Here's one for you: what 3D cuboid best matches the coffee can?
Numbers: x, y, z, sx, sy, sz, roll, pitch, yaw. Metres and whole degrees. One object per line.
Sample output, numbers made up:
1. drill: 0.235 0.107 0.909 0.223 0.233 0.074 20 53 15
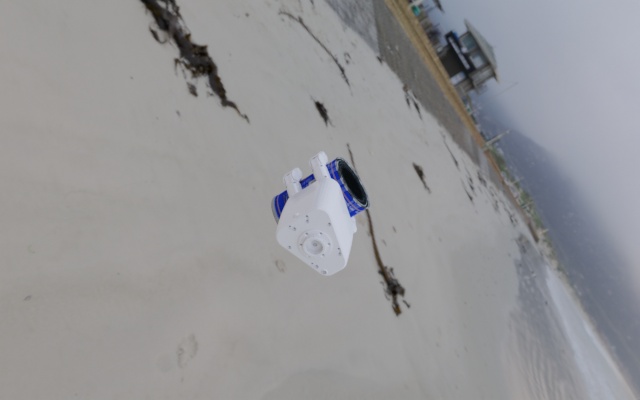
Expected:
1. coffee can: 0.000 0.003 0.835 0.140 0.103 0.103 -31 -11 19
